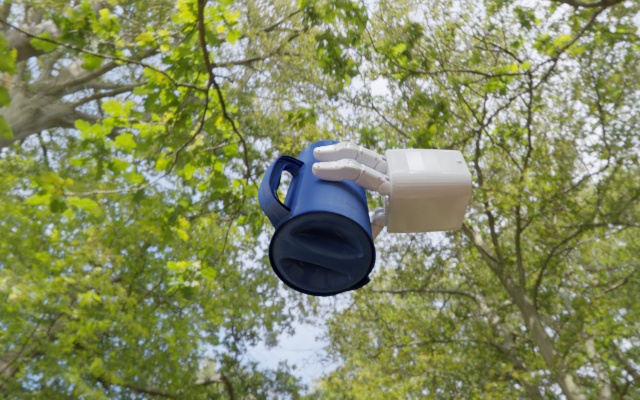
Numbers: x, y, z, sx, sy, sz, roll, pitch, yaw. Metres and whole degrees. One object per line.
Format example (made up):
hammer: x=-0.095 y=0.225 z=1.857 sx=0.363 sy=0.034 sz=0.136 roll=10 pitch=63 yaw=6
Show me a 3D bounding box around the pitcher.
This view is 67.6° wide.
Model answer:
pitcher: x=0.000 y=0.002 z=0.677 sx=0.145 sy=0.149 sz=0.242 roll=0 pitch=32 yaw=3
